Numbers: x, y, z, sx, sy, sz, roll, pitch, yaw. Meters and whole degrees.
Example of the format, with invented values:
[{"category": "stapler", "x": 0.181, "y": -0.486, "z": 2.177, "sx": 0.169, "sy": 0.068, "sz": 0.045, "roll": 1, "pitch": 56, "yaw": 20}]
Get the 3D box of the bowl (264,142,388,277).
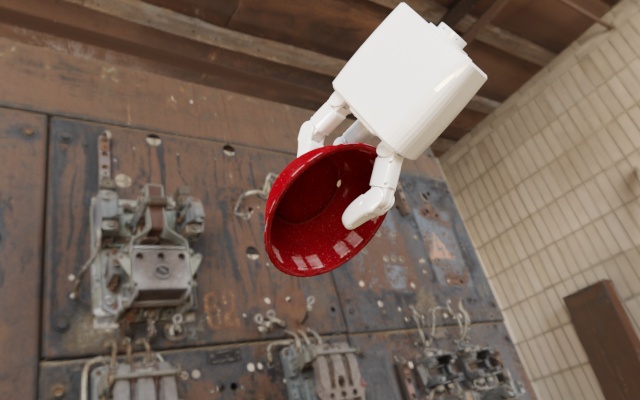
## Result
[{"category": "bowl", "x": -0.001, "y": 0.002, "z": 0.510, "sx": 0.162, "sy": 0.162, "sz": 0.055, "roll": 0, "pitch": 30, "yaw": -40}]
